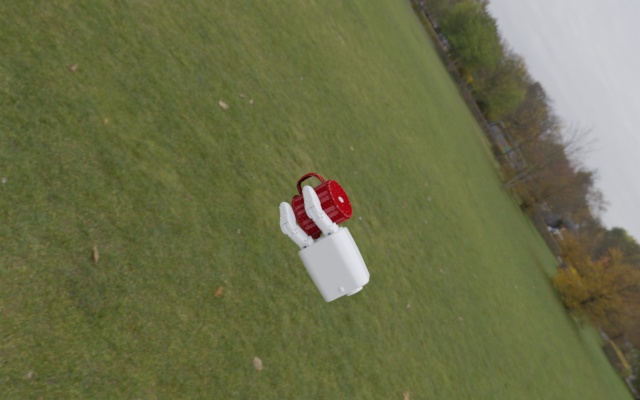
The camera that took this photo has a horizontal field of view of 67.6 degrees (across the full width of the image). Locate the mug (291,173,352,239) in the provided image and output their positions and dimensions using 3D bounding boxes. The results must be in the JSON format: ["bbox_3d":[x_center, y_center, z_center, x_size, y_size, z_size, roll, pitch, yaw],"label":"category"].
[{"bbox_3d":[0.000,0.002,0.891,0.081,0.117,0.093,-29,-3,22],"label":"mug"}]
